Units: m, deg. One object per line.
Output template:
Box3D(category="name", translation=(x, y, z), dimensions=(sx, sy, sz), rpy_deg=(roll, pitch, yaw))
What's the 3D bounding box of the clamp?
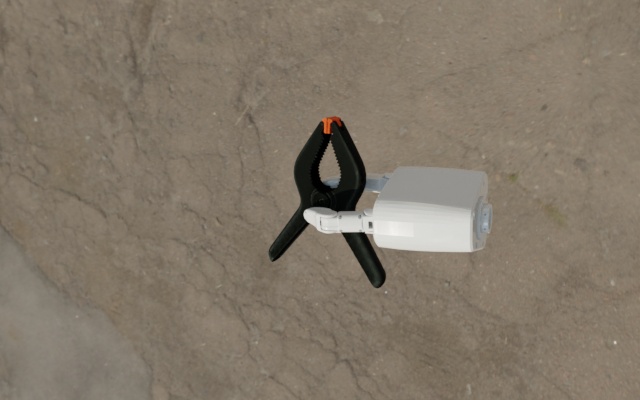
Box3D(category="clamp", translation=(0.000, 0.002, 0.598), dimensions=(0.164, 0.210, 0.036), rpy_deg=(3, 14, 26))
